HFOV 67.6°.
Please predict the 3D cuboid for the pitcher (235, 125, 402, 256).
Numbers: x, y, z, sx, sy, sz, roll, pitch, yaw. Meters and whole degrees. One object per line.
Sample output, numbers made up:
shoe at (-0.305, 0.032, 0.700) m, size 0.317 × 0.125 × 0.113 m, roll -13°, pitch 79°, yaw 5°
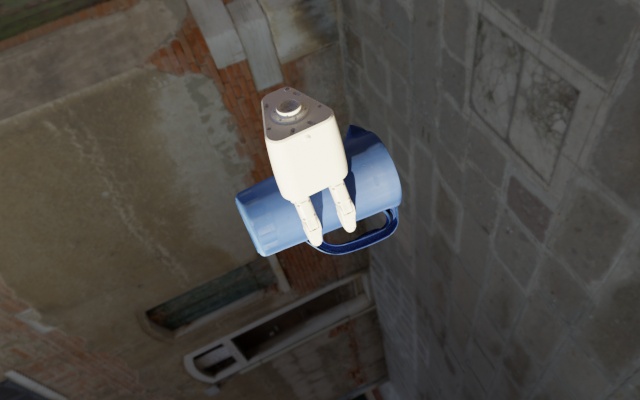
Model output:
pitcher at (0.000, 0.002, 0.755) m, size 0.243 × 0.145 × 0.149 m, roll -24°, pitch 48°, yaw -9°
